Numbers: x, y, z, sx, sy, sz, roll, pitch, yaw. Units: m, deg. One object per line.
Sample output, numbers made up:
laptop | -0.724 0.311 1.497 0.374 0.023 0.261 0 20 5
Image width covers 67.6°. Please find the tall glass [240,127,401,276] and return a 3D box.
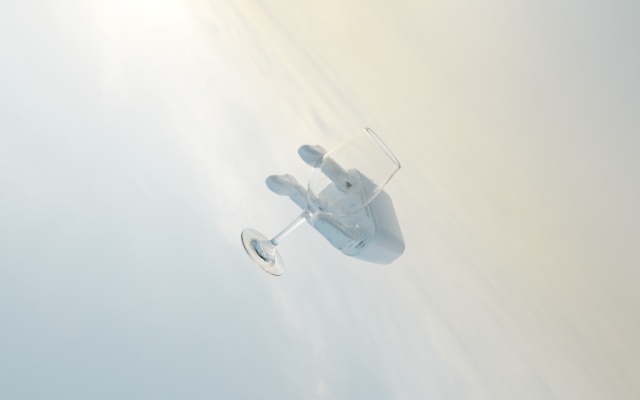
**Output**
tall glass | 0.000 0.002 0.571 0.201 0.079 0.079 -41 -13 16
